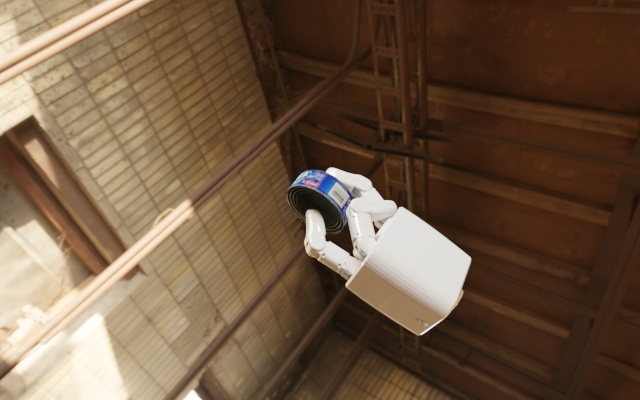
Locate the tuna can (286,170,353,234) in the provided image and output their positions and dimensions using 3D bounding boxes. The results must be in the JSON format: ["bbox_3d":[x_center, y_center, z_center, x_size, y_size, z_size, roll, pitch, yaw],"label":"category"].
[{"bbox_3d":[0.000,0.002,0.611,0.086,0.086,0.033,0,43,44],"label":"tuna can"}]
